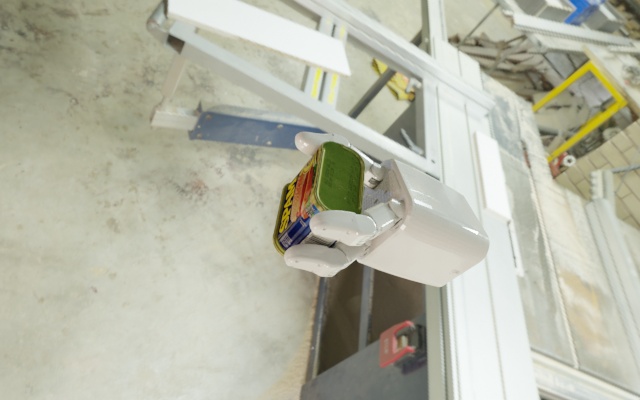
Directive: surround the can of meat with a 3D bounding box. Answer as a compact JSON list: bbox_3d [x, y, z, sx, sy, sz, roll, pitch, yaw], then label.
[{"bbox_3d":[0.000,0.001,0.479,0.057,0.102,0.084,25,-44,-18],"label":"can of meat"}]
